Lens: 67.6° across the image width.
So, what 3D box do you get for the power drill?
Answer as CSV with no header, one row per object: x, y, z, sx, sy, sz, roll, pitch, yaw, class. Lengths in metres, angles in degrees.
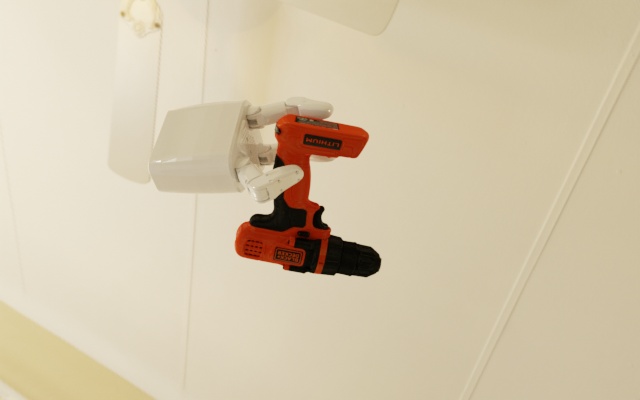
0.000,0.001,0.569,0.184,0.188,0.057,10,19,-7,power drill
